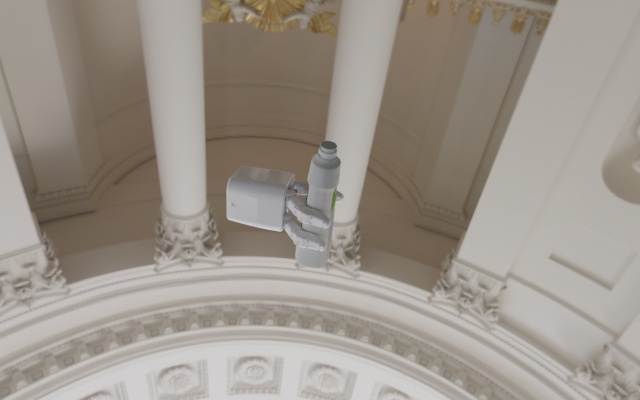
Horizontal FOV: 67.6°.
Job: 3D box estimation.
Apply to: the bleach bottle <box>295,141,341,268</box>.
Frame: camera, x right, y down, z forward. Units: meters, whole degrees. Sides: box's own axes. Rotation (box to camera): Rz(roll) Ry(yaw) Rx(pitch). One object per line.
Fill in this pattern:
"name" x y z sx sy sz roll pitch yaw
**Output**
"bleach bottle" 0.000 0.003 0.869 0.068 0.251 0.102 10 37 2
